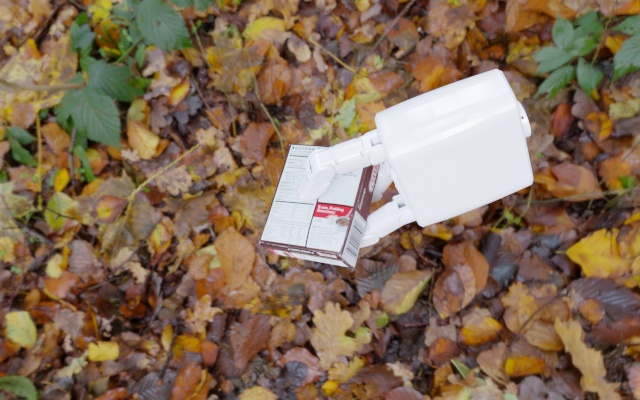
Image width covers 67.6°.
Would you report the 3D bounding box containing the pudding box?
[{"bbox_3d":[0.000,0.001,0.464,0.090,0.113,0.039,6,-23,27],"label":"pudding box"}]
